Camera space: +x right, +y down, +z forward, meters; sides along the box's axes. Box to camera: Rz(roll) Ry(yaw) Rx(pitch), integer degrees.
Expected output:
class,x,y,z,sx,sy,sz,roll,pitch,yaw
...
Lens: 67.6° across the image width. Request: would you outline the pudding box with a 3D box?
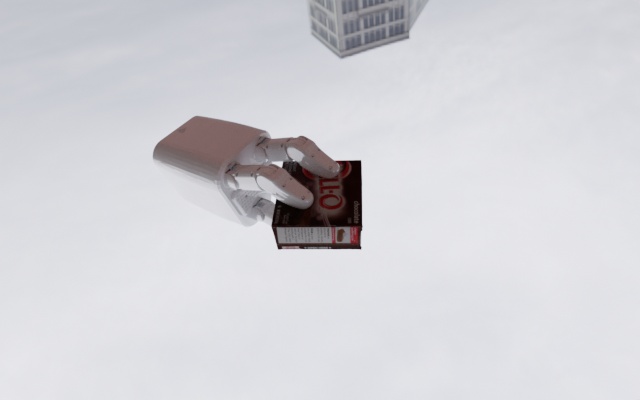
class,x,y,z,sx,sy,sz,roll,pitch,yaw
pudding box,0.000,0.002,0.509,0.090,0.039,0.113,-1,42,5
